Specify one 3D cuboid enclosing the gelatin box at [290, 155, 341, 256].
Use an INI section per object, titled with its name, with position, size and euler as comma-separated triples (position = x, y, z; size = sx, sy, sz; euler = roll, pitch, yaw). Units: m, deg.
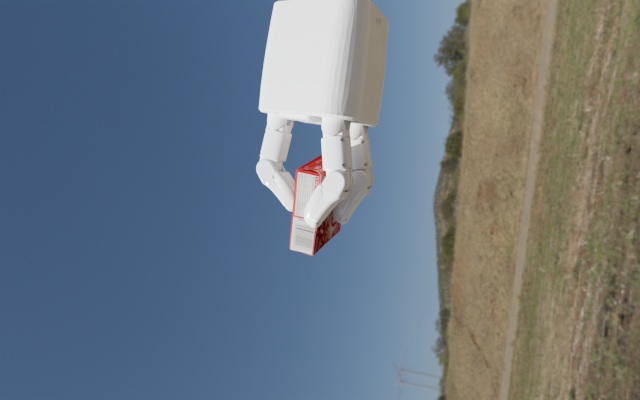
[gelatin box]
position = 0.000, 0.002, 0.490
size = 0.030, 0.089, 0.073
euler = 14, 22, 20
